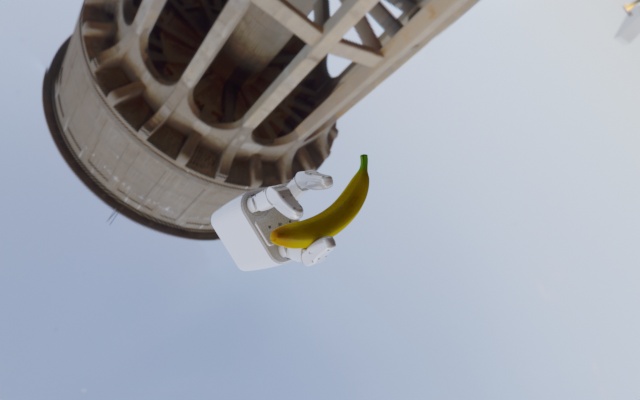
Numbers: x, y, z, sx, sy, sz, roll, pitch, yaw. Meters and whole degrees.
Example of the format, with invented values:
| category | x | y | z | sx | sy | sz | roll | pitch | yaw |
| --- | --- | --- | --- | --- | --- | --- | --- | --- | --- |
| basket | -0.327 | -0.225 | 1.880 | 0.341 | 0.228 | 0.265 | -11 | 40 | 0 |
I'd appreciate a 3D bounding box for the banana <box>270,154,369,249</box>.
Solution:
| category | x | y | z | sx | sy | sz | roll | pitch | yaw |
| --- | --- | --- | --- | --- | --- | --- | --- | --- | --- |
| banana | 0.011 | 0.016 | 0.650 | 0.037 | 0.070 | 0.197 | -6 | 30 | 51 |
